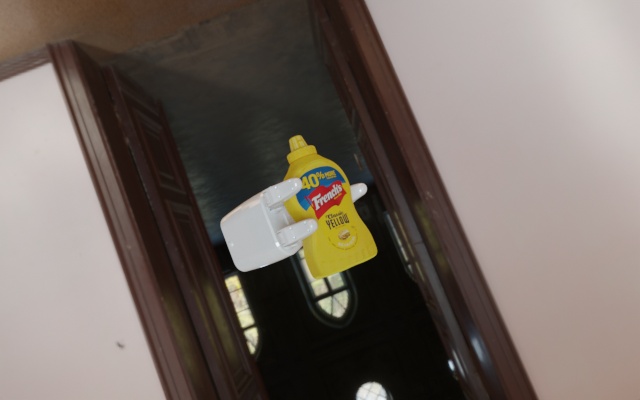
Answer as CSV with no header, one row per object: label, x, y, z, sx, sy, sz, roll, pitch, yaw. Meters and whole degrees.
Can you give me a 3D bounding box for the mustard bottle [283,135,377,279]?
mustard bottle,0.000,0.002,0.647,0.096,0.191,0.058,-19,-7,-27
